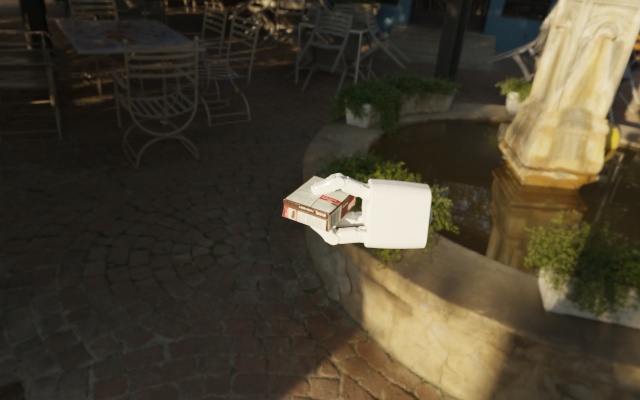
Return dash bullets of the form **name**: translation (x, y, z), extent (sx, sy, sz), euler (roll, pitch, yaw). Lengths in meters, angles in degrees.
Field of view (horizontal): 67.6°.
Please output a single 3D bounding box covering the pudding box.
- **pudding box**: translation (0.000, 0.003, 0.832), extent (0.090, 0.039, 0.113), euler (17, 30, 22)
